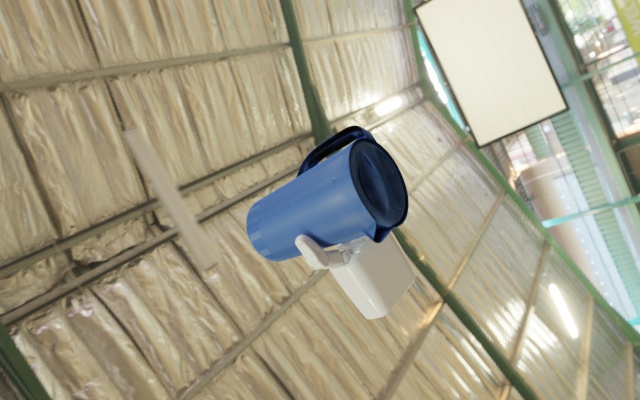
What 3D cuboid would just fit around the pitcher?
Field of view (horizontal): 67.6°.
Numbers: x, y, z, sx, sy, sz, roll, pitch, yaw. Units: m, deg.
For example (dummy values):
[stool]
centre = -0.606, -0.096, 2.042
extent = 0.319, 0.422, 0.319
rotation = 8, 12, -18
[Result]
[pitcher]
centre = 0.000, 0.003, 0.729
extent = 0.243, 0.145, 0.149
rotation = -24, 15, 37
